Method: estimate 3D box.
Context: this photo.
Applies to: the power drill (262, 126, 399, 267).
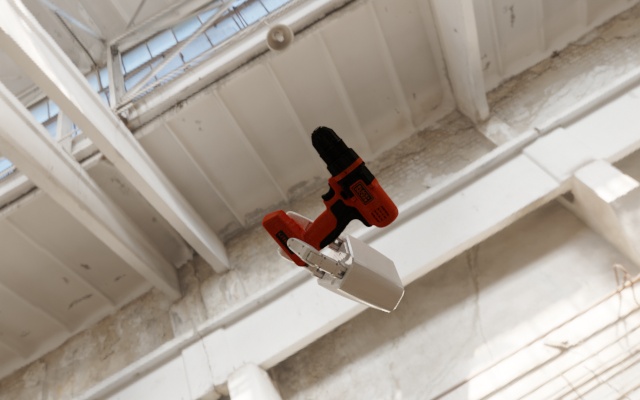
[{"bbox_3d":[0.000,0.003,0.748,0.188,0.184,0.057,-38,4,20],"label":"power drill"}]
